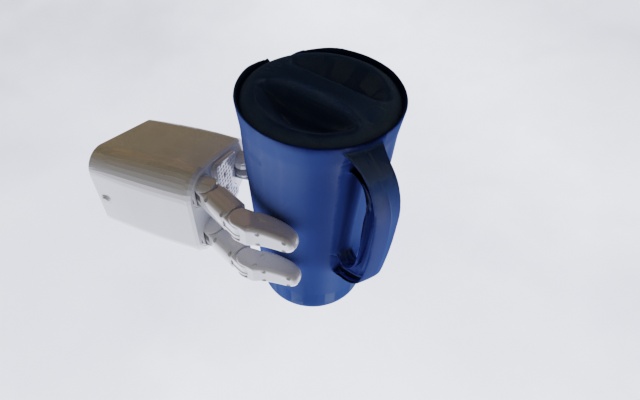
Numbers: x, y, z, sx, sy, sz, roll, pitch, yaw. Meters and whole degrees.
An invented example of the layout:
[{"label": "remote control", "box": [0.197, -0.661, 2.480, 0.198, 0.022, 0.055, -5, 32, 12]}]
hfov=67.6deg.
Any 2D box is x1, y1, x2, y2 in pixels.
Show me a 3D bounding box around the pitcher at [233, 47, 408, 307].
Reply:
[{"label": "pitcher", "box": [0.000, 0.001, 0.440, 0.145, 0.149, 0.243, 13, -42, 9]}]
